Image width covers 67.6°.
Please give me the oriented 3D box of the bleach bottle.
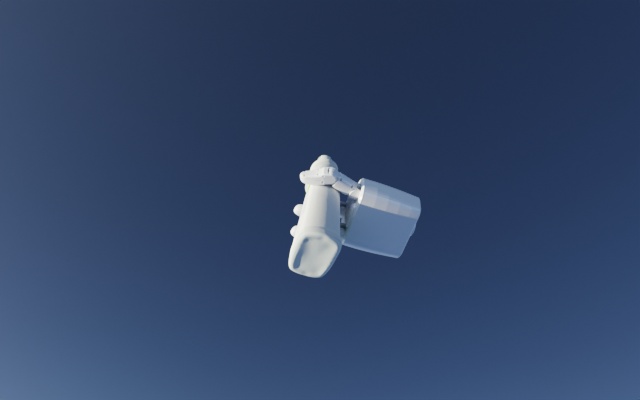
[{"bbox_3d":[0.000,0.003,0.799,0.068,0.103,0.250,17,41,-8],"label":"bleach bottle"}]
